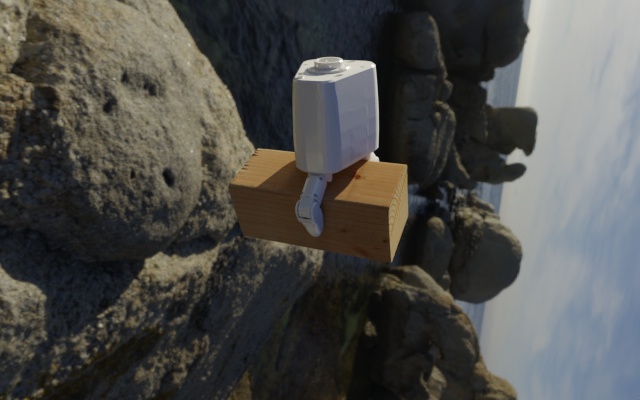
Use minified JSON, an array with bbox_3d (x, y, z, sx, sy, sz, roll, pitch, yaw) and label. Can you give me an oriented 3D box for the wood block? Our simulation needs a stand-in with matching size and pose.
[{"bbox_3d":[0.000,0.002,0.615,0.206,0.090,0.090,8,43,21],"label":"wood block"}]
